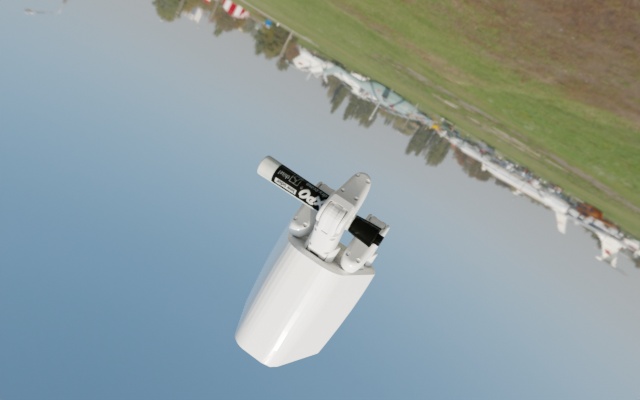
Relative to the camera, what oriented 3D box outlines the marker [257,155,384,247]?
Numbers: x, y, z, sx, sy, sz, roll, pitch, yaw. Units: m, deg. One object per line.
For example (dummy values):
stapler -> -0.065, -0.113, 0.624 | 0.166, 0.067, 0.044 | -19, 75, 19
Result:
marker -> 0.000, 0.001, 0.400 | 0.121, 0.020, 0.020 | 33, 7, 11
